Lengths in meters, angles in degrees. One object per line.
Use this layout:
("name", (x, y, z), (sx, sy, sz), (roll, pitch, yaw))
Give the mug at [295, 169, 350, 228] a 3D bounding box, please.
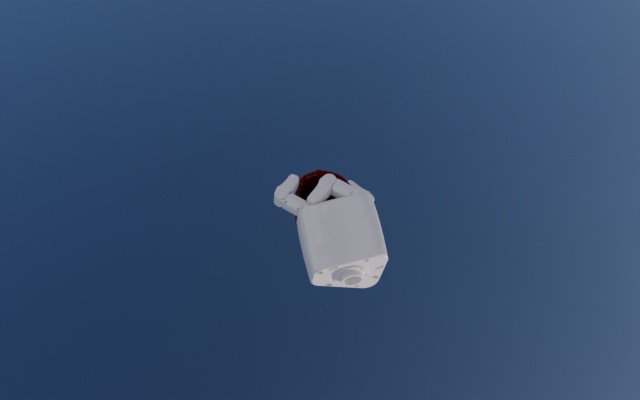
("mug", (0.000, 0.002, 0.791), (0.093, 0.117, 0.082), (-2, -39, -11))
